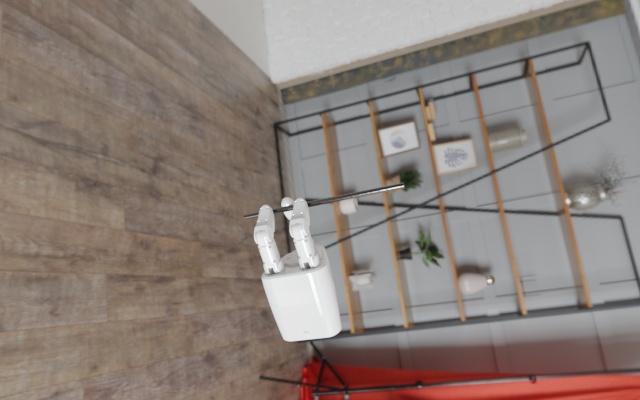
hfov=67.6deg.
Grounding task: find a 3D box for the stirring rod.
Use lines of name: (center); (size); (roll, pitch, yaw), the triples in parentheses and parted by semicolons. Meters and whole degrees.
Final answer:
stirring rod: (0.000, 0.002, 0.676); (0.239, 0.011, 0.011); (-11, -4, 18)
